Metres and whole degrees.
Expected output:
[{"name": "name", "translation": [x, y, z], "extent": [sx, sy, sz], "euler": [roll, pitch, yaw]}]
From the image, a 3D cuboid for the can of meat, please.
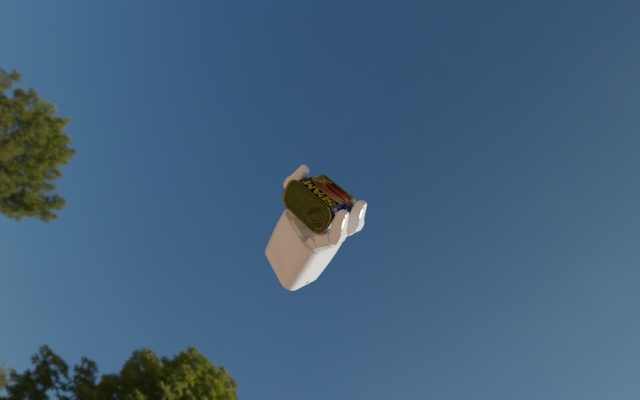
[{"name": "can of meat", "translation": [0.000, 0.003, 0.821], "extent": [0.102, 0.057, 0.084], "euler": [41, 33, 23]}]
